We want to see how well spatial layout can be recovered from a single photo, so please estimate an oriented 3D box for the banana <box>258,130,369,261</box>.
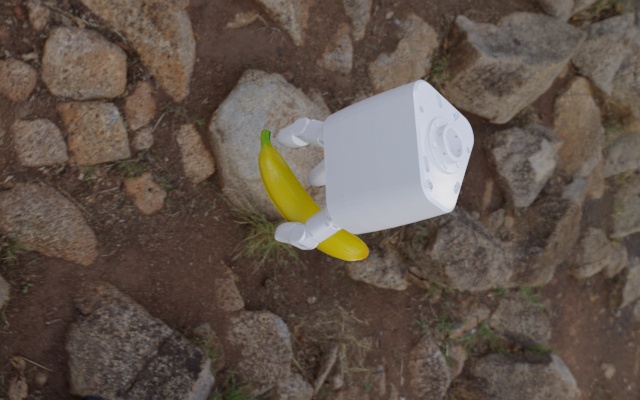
[{"bbox_3d":[-0.010,0.011,0.535,0.037,0.198,0.069,-20,26,42],"label":"banana"}]
